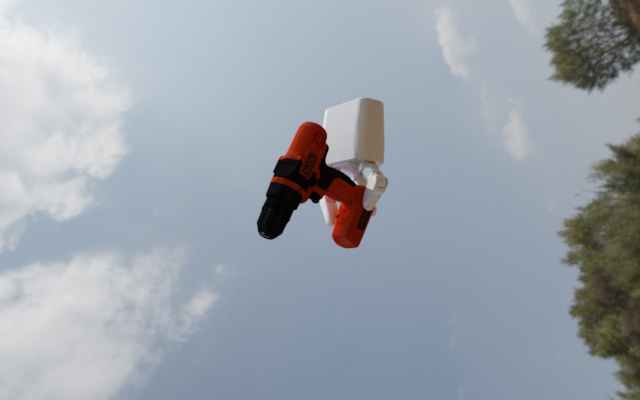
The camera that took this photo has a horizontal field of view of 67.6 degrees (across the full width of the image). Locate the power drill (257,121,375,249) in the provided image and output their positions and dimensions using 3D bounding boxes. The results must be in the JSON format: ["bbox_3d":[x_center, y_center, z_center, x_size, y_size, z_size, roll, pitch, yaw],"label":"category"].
[{"bbox_3d":[0.000,0.002,0.722,0.057,0.184,0.188,9,-22,45],"label":"power drill"}]
